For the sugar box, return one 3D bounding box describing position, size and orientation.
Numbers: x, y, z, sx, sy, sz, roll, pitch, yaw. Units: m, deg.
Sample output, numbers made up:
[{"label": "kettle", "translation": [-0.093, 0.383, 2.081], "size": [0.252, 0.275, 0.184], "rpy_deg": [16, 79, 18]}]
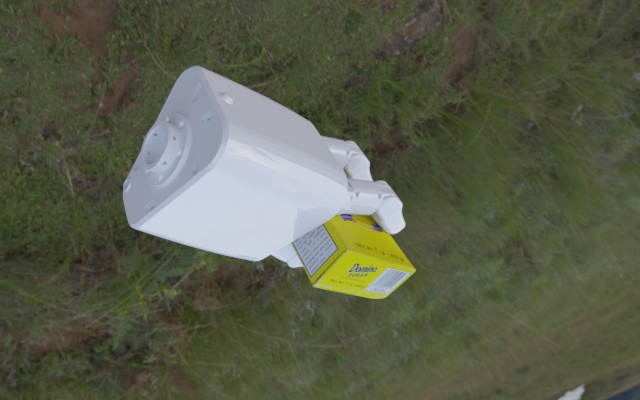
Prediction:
[{"label": "sugar box", "translation": [0.000, 0.001, 0.414], "size": [0.093, 0.176, 0.048], "rpy_deg": [22, -61, -45]}]
